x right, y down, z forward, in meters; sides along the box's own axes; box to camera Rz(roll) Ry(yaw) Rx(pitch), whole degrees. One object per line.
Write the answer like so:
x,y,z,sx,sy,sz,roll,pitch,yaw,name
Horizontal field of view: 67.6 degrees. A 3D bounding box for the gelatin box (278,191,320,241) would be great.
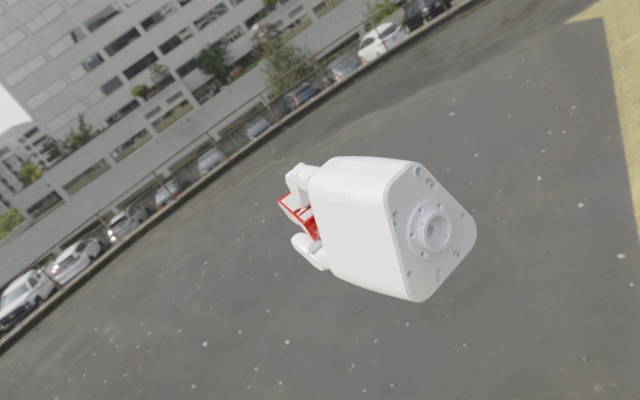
0.000,0.001,0.547,0.073,0.030,0.089,-37,27,-10,gelatin box
